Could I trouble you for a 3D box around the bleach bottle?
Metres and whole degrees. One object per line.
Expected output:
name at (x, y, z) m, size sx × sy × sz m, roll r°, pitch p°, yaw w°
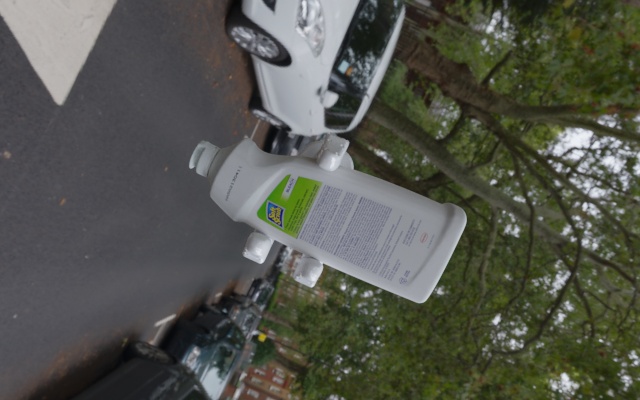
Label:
bleach bottle at (0.000, 0.002, 0.452) m, size 0.251 × 0.102 × 0.068 m, roll 25°, pitch 5°, yaw -1°
